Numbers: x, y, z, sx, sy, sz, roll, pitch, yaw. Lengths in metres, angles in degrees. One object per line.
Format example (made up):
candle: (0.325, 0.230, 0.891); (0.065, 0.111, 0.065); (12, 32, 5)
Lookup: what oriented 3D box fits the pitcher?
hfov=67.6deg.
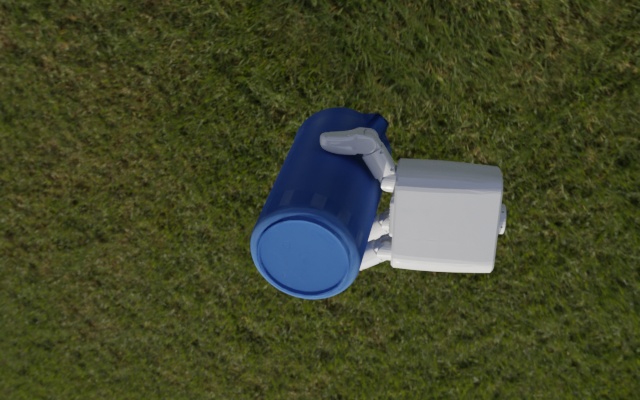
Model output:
pitcher: (0.000, 0.002, 0.549); (0.145, 0.149, 0.242); (4, 30, 11)
